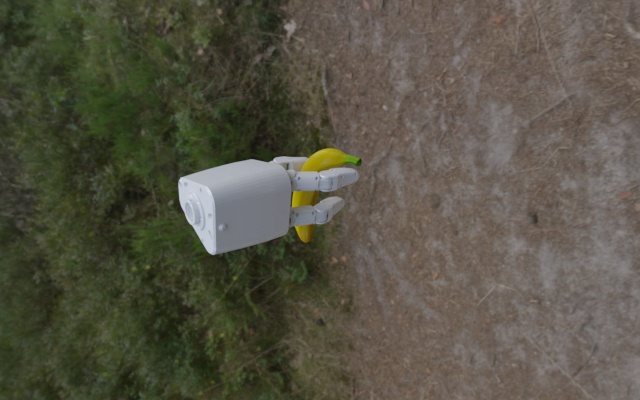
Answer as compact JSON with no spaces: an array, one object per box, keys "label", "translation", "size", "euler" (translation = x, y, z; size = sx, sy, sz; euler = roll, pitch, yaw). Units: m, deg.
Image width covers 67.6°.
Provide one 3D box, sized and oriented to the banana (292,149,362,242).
[{"label":"banana","translation":[-0.009,-0.014,0.705],"size":[0.037,0.069,0.198],"euler":[-20,-26,-37]}]
